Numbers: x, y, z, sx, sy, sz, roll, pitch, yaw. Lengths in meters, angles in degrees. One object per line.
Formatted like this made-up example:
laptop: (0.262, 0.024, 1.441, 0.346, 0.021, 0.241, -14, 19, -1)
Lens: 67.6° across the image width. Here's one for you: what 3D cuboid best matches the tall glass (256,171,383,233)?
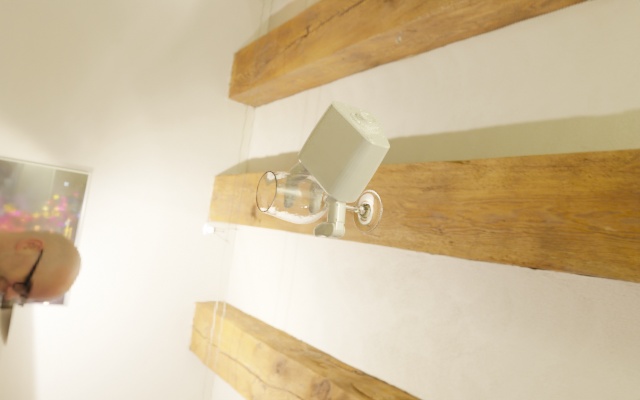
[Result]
tall glass: (0.001, 0.003, 0.758, 0.201, 0.079, 0.079, 11, -6, -34)
